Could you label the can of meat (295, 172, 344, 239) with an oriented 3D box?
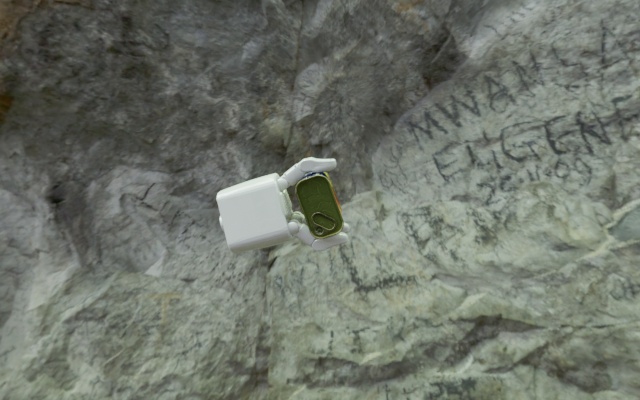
[{"bbox_3d":[0.000,0.002,0.797,0.057,0.102,0.084,-19,11,6],"label":"can of meat"}]
